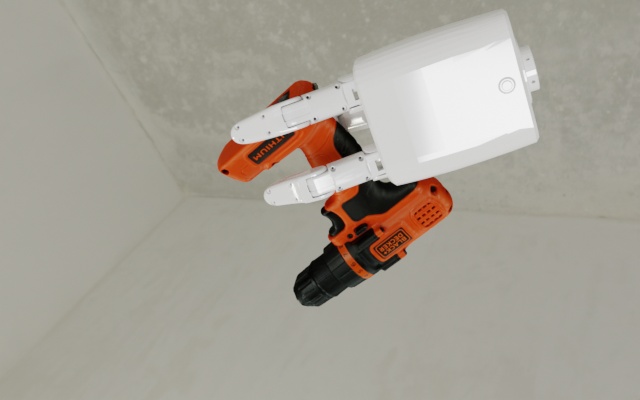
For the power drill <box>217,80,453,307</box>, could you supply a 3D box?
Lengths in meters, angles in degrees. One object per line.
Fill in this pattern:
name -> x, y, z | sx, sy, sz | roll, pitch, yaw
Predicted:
power drill -> 0.000, 0.001, 0.436 | 0.188, 0.184, 0.057 | 43, 17, -25
